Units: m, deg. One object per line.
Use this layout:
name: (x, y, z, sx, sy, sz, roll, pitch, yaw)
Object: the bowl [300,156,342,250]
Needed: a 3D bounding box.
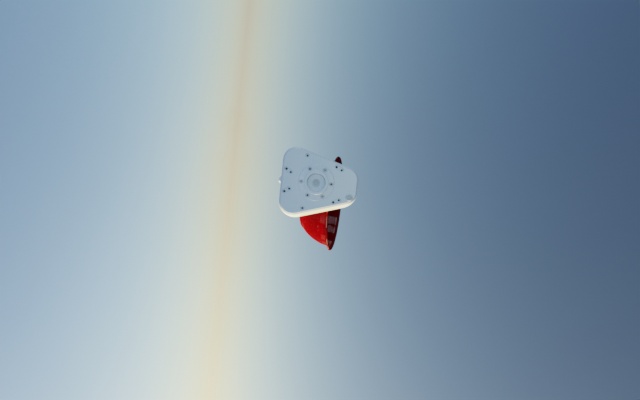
bowl: (0.000, 0.003, 0.824, 0.055, 0.162, 0.162, 5, 1, 10)
